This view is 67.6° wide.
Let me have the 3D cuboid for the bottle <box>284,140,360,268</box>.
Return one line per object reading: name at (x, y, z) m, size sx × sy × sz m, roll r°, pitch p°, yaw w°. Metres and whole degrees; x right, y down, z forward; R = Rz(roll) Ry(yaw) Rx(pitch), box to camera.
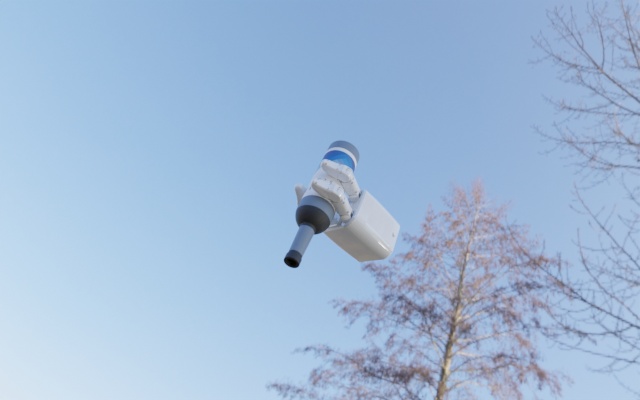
bottle at (0.000, 0.003, 0.868) m, size 0.069 × 0.069 × 0.295 m, roll 0°, pitch 42°, yaw 26°
